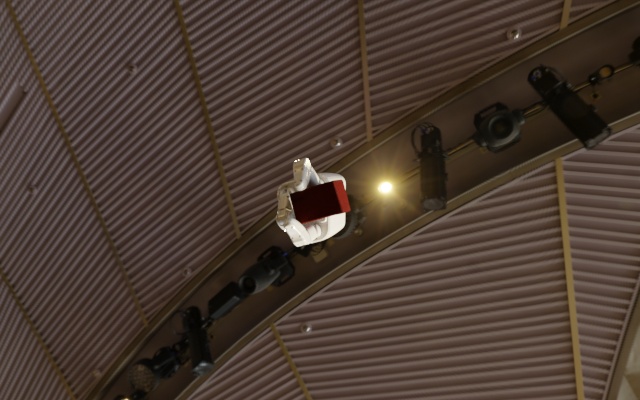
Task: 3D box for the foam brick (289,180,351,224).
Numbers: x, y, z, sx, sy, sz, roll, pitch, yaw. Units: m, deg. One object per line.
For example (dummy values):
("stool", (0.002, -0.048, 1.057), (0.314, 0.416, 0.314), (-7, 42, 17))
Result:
("foam brick", (0.000, 0.002, 0.745), (0.078, 0.053, 0.051), (-15, -2, 21))
